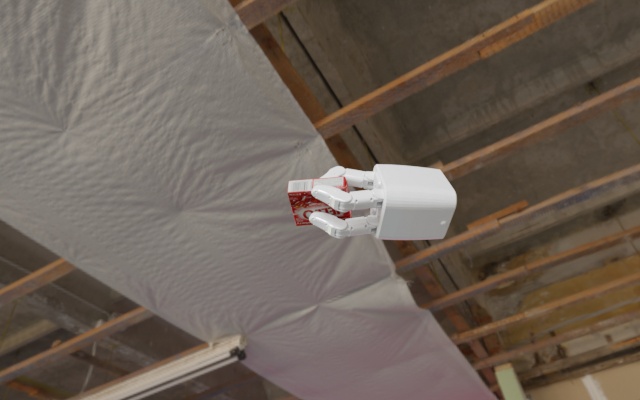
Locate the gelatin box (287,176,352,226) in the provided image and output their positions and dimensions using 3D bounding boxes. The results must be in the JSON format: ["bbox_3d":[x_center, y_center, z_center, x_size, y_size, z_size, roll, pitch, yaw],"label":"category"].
[{"bbox_3d":[0.000,0.002,0.724,0.089,0.073,0.030,-4,44,8],"label":"gelatin box"}]
